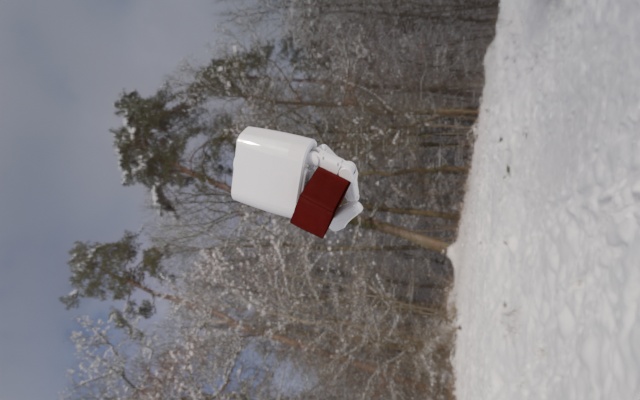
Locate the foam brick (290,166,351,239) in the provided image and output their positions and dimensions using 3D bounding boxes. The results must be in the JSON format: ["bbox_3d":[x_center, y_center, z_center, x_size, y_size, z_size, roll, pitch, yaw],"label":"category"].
[{"bbox_3d":[0.000,0.002,0.646,0.051,0.053,0.078,26,39,3],"label":"foam brick"}]
